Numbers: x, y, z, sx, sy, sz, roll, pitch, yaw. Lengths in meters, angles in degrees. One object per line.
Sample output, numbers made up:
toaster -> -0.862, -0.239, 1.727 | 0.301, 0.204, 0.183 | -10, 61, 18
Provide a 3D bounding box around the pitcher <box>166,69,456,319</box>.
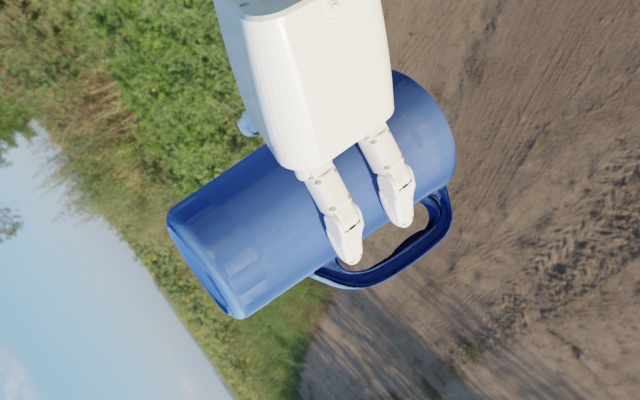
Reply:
pitcher -> 0.000, 0.001, 0.428 | 0.243, 0.145, 0.149 | -35, 46, -21
